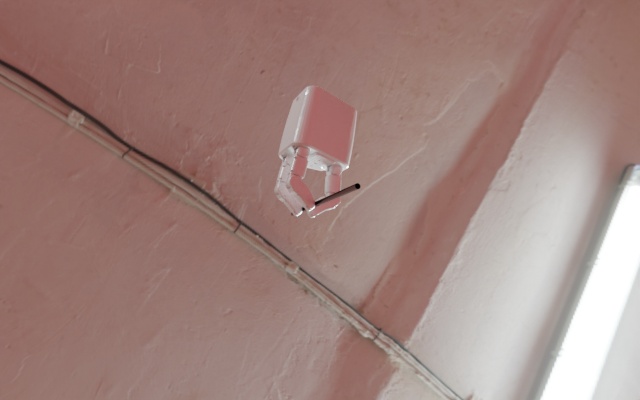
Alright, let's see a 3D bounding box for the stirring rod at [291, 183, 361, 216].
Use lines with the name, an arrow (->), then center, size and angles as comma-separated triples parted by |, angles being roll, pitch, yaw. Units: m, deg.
stirring rod -> 0.000, 0.002, 0.718 | 0.011, 0.011, 0.239 | 0, -10, -24
